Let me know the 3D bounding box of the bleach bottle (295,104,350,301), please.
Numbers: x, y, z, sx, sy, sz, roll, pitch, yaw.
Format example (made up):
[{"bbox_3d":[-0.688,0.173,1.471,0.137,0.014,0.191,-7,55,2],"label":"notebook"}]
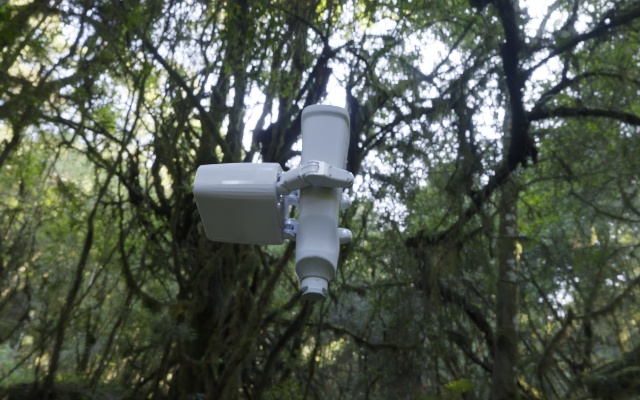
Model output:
[{"bbox_3d":[0.000,0.002,0.619,0.068,0.250,0.103,2,-31,5],"label":"bleach bottle"}]
